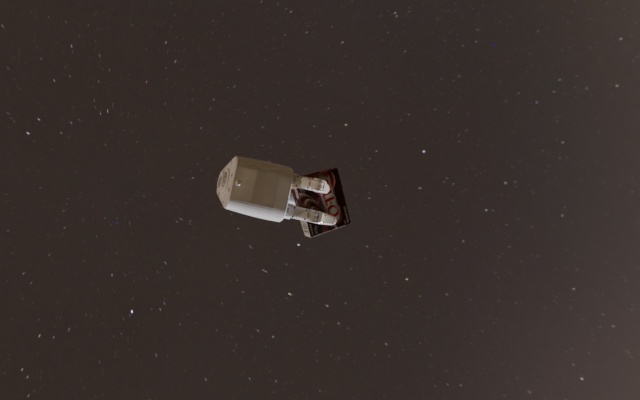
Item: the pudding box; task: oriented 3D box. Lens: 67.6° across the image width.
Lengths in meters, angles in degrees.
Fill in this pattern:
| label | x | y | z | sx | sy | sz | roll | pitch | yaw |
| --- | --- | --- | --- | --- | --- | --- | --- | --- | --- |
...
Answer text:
| label | x | y | z | sx | sy | sz | roll | pitch | yaw |
| --- | --- | --- | --- | --- | --- | --- | --- | --- | --- |
| pudding box | 0.000 | 0.003 | 0.898 | 0.090 | 0.113 | 0.039 | -18 | 10 | -24 |
